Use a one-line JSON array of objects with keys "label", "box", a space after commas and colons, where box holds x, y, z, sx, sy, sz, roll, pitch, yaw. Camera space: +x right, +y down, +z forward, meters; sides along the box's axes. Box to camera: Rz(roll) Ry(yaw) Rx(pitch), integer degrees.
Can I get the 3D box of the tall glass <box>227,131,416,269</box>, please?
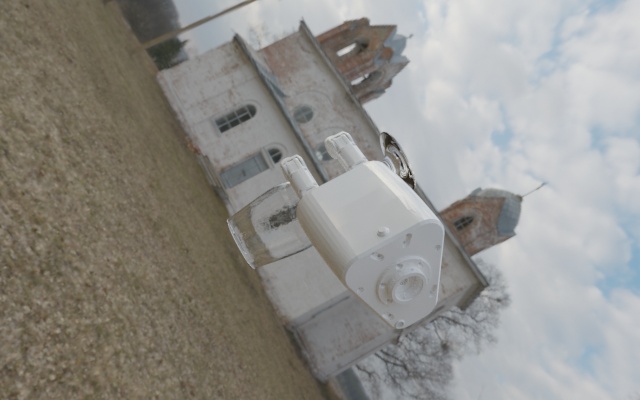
[{"label": "tall glass", "box": [0.001, 0.001, 0.528, 0.201, 0.079, 0.079, -28, 3, -6]}]
